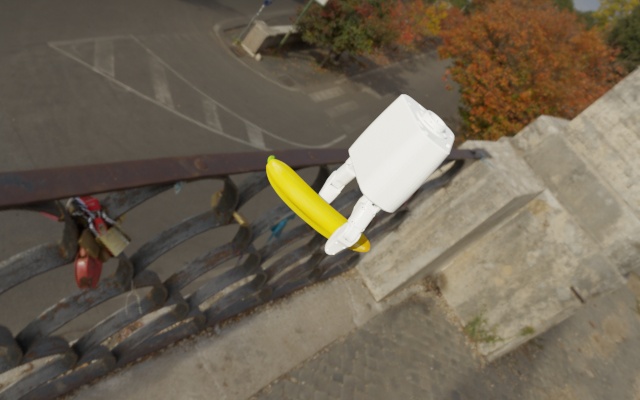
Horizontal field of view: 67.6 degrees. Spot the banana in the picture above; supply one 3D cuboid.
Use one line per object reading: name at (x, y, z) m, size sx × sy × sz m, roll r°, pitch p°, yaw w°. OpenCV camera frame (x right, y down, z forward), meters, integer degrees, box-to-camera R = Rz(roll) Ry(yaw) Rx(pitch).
banana at (-0.010, 0.004, 0.654) m, size 0.037 × 0.198 × 0.069 m, roll -49°, pitch -9°, yaw 26°
